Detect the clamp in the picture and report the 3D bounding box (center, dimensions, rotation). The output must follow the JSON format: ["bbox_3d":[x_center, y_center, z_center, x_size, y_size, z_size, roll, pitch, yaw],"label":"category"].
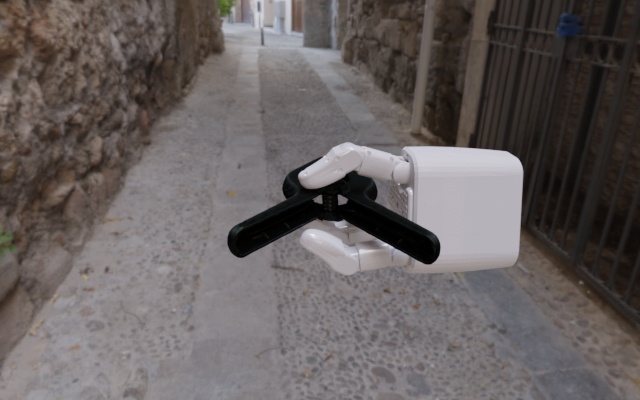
[{"bbox_3d":[0.000,0.000,0.447,0.164,0.036,0.210,1,23,-8],"label":"clamp"}]
